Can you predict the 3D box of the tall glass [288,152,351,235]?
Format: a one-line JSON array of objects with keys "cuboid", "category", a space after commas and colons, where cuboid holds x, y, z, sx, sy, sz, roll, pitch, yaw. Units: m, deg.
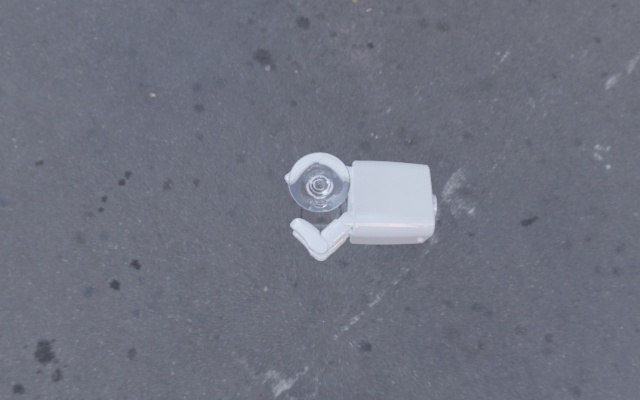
[{"cuboid": [0.000, 0.002, 0.661, 0.079, 0.079, 0.201, 0, -14, 0], "category": "tall glass"}]
